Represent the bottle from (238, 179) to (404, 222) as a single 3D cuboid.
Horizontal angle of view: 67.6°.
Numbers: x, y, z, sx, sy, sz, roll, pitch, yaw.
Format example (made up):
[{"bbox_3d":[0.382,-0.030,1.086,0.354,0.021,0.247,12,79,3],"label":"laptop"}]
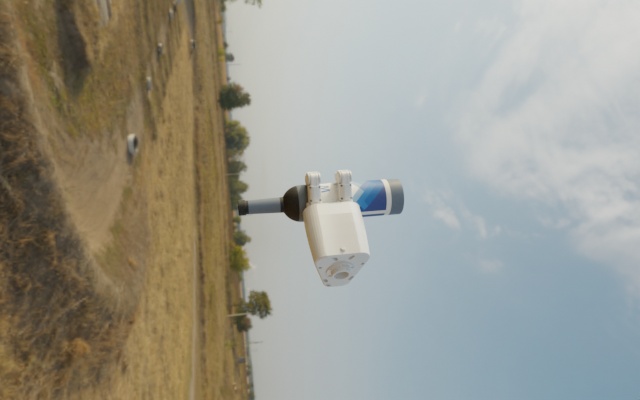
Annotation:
[{"bbox_3d":[0.000,0.003,0.863,0.296,0.069,0.069,-4,1,-10],"label":"bottle"}]
